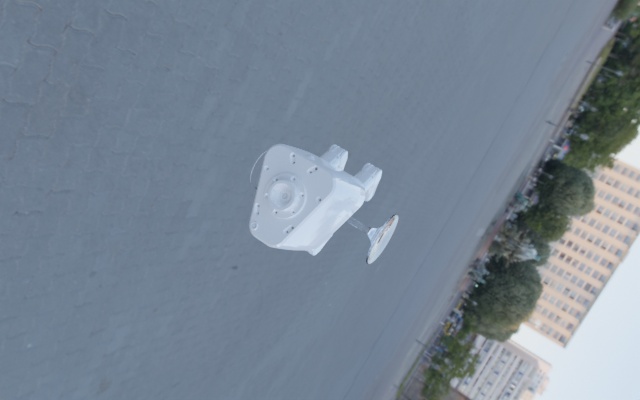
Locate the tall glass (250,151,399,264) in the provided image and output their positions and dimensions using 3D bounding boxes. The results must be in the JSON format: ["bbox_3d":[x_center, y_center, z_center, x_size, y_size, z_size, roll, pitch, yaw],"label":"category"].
[{"bbox_3d":[0.001,0.003,0.646,0.201,0.079,0.079,31,12,20],"label":"tall glass"}]
